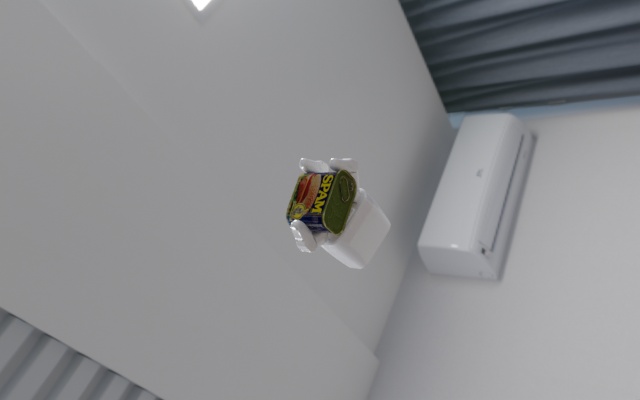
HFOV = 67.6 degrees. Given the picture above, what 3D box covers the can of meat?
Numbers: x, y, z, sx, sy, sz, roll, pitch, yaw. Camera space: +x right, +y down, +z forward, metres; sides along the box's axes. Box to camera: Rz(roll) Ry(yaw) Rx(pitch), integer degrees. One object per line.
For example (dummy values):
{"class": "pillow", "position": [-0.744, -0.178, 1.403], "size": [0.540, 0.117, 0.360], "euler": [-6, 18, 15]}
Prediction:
{"class": "can of meat", "position": [0.000, 0.003, 0.765], "size": [0.084, 0.102, 0.057], "euler": [0, -29, 39]}
